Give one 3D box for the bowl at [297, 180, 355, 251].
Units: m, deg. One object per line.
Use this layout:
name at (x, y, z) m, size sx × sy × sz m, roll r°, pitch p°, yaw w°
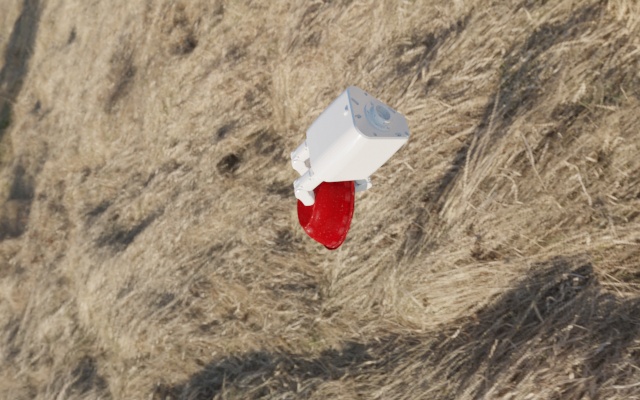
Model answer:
bowl at (-0.001, 0.004, 0.810) m, size 0.055 × 0.162 × 0.162 m, roll 5°, pitch -2°, yaw -21°
